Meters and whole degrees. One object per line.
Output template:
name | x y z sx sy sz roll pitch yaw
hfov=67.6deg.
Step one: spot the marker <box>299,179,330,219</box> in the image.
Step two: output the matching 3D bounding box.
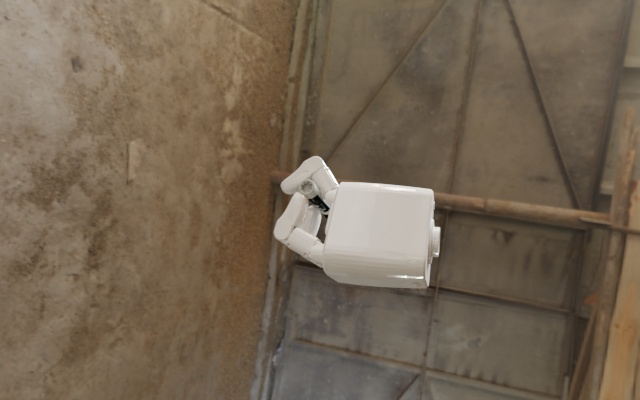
marker | 0.000 0.002 0.589 0.020 0.020 0.121 0 -16 16
